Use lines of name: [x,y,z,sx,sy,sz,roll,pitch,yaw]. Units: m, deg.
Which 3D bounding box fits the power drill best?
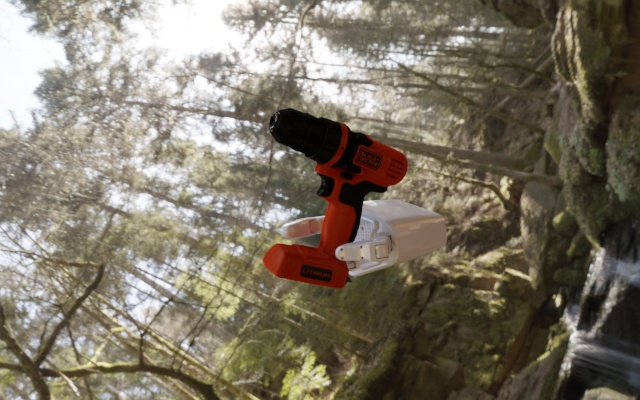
power drill: [0.000,0.002,0.556,0.184,0.188,0.057,17,9,-29]
